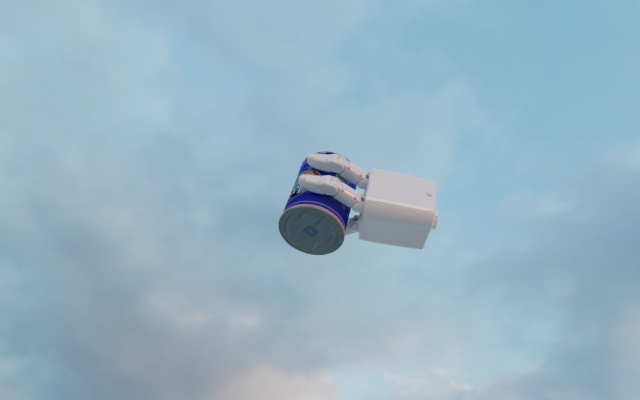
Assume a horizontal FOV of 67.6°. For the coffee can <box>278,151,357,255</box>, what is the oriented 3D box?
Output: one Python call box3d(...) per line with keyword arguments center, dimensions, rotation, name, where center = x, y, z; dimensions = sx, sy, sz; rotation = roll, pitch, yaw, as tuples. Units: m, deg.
box3d(center=(0.000, 0.003, 0.770), dimensions=(0.103, 0.103, 0.140), rotation=(0, 41, 16), name="coffee can")
